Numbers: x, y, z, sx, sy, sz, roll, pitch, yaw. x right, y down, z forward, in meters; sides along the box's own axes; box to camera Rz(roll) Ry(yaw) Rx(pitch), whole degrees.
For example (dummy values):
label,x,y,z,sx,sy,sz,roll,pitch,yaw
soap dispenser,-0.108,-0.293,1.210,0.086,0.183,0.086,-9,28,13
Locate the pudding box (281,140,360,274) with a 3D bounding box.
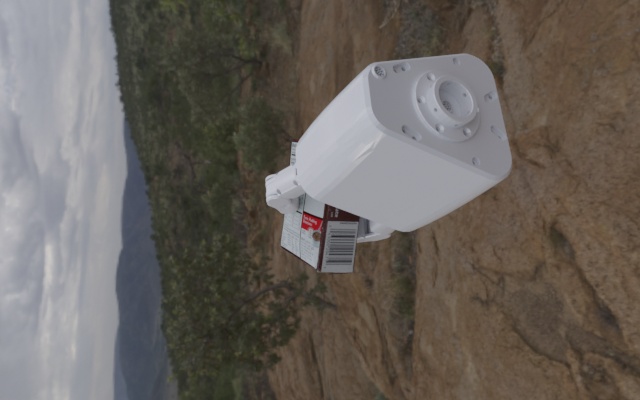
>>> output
label,x,y,z,sx,sy,sz,roll,pitch,yaw
pudding box,0.000,0.001,0.440,0.039,0.113,0.090,5,7,-26
